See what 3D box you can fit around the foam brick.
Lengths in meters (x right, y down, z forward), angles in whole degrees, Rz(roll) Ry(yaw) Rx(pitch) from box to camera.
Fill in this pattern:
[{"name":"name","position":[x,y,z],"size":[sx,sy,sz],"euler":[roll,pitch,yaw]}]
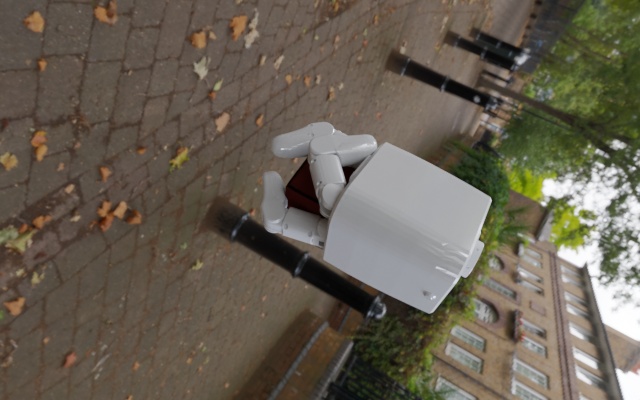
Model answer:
[{"name":"foam brick","position":[0.000,0.002,0.457],"size":[0.051,0.053,0.078],"euler":[27,-31,12]}]
